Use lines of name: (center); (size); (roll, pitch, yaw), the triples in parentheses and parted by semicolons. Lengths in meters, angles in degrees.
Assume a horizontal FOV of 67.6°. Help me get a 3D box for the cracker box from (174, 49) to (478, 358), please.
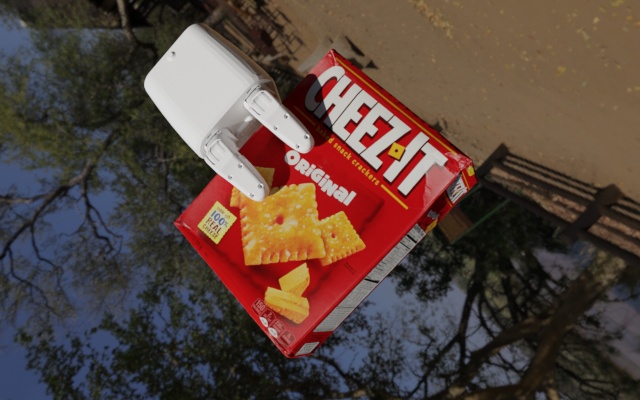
cracker box: (0.000, 0.002, 0.418); (0.164, 0.214, 0.072); (45, 6, 23)
